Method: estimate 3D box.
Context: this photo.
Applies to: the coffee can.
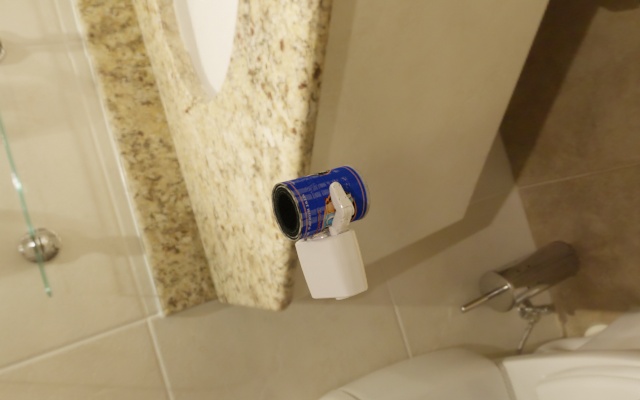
[{"bbox_3d":[0.000,0.002,0.828,0.140,0.103,0.103,-16,8,-29],"label":"coffee can"}]
